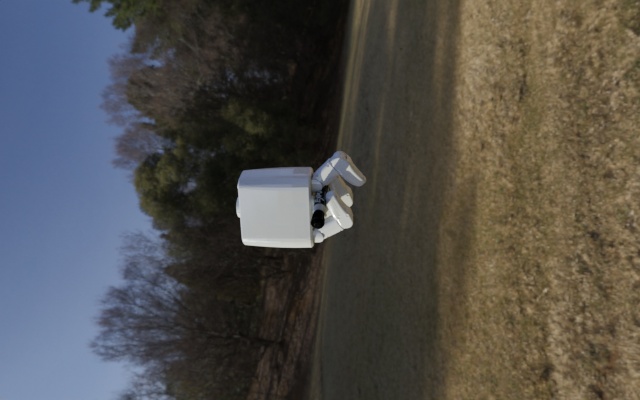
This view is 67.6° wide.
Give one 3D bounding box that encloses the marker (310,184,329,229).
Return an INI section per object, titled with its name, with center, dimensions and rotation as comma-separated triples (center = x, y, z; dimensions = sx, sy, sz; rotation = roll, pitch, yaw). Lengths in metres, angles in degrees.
[marker]
center = 0.000, 0.002, 0.673
dimensions = 0.020, 0.020, 0.121
rotation = 0, 31, 5
